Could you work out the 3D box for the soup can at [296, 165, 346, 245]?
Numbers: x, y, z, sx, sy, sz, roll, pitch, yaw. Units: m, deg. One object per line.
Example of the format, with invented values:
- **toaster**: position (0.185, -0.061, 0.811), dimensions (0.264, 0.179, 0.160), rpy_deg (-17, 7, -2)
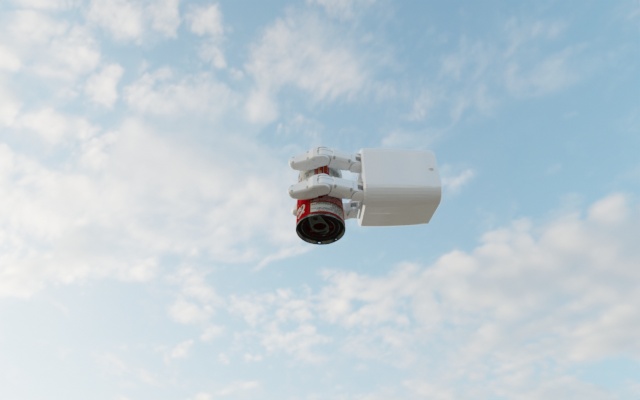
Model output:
- **soup can**: position (0.000, 0.002, 0.679), dimensions (0.068, 0.102, 0.069), rpy_deg (0, -41, 0)
